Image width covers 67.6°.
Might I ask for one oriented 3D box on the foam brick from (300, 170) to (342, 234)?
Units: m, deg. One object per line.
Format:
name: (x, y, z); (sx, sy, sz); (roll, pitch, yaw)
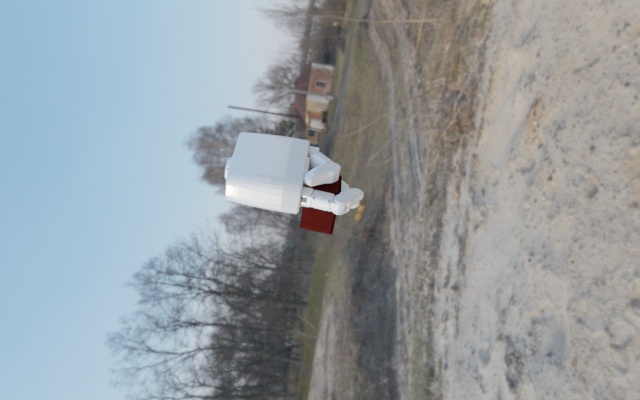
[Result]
foam brick: (0.000, 0.003, 0.720); (0.051, 0.078, 0.053); (9, 34, -2)
